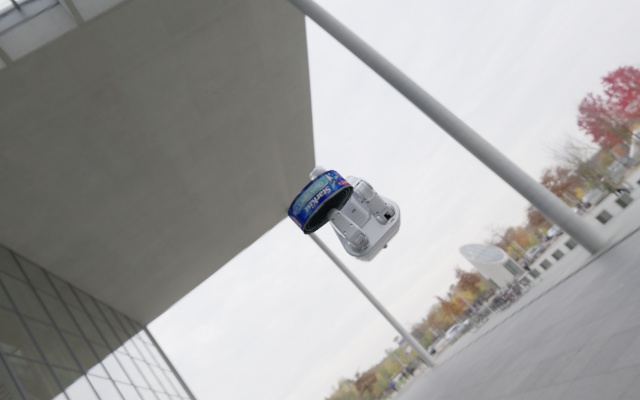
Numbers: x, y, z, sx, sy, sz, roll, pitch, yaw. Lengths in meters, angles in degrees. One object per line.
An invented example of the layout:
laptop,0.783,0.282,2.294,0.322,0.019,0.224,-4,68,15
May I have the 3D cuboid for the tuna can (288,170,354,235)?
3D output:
tuna can,0.000,0.002,0.603,0.033,0.086,0.086,46,15,15
